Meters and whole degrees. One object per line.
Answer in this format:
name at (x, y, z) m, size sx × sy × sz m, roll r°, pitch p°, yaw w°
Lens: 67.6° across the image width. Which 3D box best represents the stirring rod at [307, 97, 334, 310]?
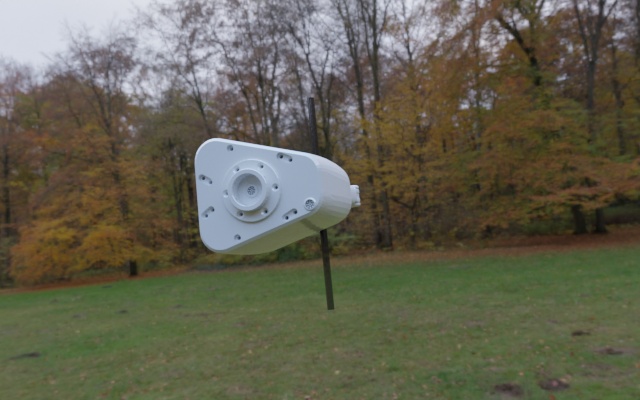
stirring rod at (0.000, 0.002, 0.540) m, size 0.011 × 0.239 × 0.011 m, roll -6°, pitch -4°, yaw 0°
